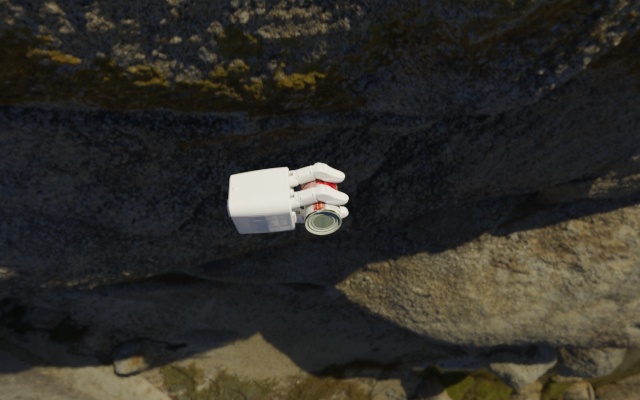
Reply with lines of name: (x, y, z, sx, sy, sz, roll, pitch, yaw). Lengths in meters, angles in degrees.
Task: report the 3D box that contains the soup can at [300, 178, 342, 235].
soup can: (0.001, 0.003, 0.867, 0.068, 0.102, 0.069, -4, -43, -3)
